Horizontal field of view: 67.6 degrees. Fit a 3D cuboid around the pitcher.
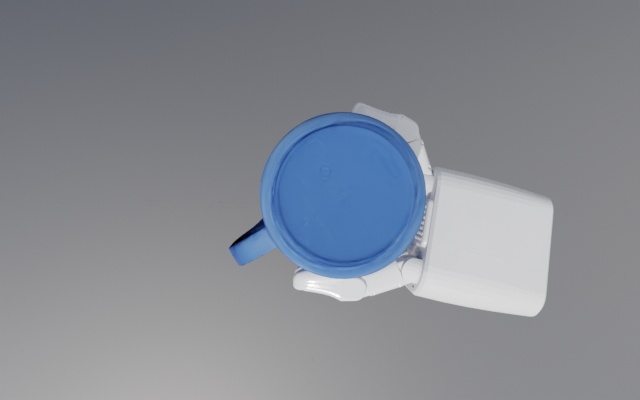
[{"bbox_3d":[0.000,0.001,0.416,0.145,0.149,0.243,14,0,-3],"label":"pitcher"}]
